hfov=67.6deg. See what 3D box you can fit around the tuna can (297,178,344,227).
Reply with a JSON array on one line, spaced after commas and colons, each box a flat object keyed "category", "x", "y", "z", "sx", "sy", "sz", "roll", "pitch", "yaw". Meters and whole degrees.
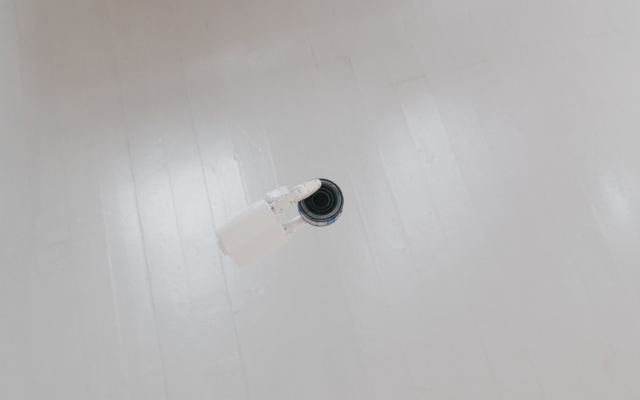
[{"category": "tuna can", "x": 0.000, "y": 0.003, "z": 0.876, "sx": 0.086, "sy": 0.086, "sz": 0.034, "roll": 0, "pitch": -19, "yaw": -2}]
